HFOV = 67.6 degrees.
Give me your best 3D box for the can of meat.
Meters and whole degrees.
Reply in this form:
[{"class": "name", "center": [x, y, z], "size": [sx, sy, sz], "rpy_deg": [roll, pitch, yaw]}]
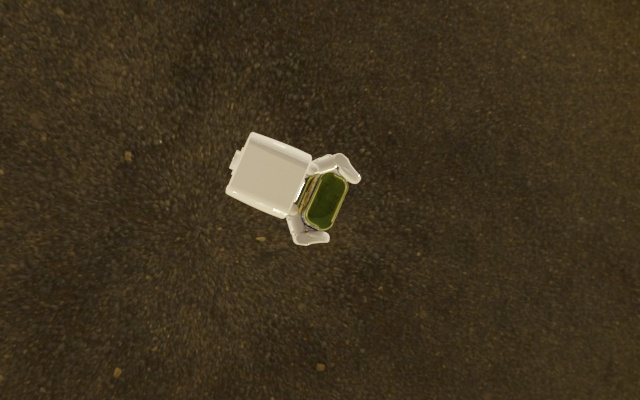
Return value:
[{"class": "can of meat", "center": [0.000, 0.003, 0.819], "size": [0.057, 0.102, 0.084], "rpy_deg": [25, -9, -11]}]
